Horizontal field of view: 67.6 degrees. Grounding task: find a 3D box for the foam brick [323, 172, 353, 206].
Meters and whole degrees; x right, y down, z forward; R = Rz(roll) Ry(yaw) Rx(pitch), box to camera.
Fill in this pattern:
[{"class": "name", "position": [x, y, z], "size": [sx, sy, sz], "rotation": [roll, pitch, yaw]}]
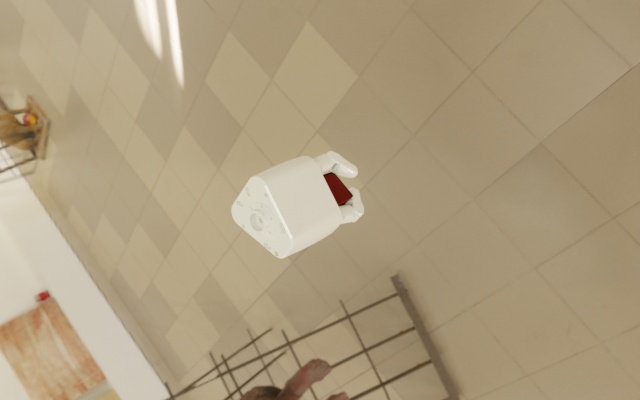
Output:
[{"class": "foam brick", "position": [0.000, 0.003, 0.729], "size": [0.051, 0.053, 0.078], "rotation": [-25, -19, -48]}]
